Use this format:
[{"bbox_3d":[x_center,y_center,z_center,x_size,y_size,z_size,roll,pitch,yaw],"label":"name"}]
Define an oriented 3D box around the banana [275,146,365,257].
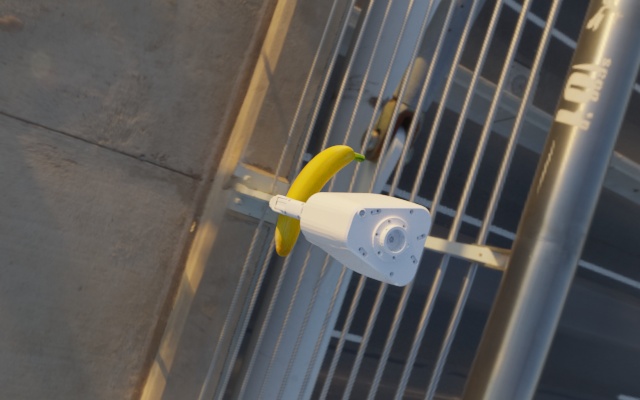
[{"bbox_3d":[-0.009,-0.013,0.673,0.070,0.197,0.037,48,-17,-26],"label":"banana"}]
